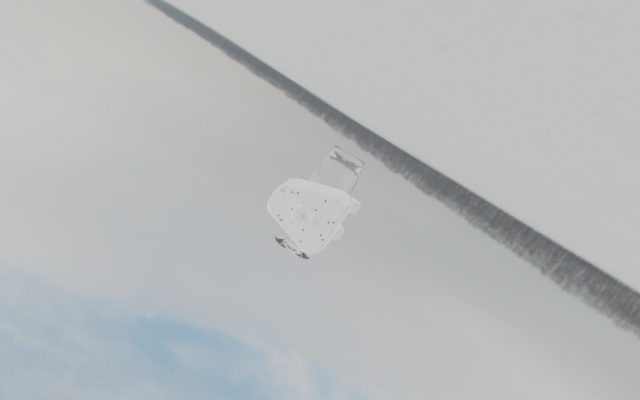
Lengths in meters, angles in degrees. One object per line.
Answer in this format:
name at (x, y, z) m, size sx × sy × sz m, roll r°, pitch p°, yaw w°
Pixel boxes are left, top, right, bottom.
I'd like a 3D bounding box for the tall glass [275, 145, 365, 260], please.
tall glass at (0.000, 0.003, 0.854) m, size 0.079 × 0.201 × 0.079 m, roll 31°, pitch 10°, yaw -6°
